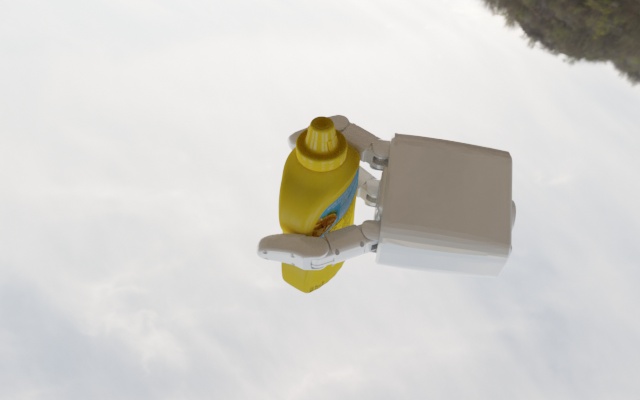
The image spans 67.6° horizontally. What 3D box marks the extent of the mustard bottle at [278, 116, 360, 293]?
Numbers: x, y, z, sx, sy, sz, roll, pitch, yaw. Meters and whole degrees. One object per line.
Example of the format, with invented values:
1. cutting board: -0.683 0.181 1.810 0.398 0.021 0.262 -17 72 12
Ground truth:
1. mustard bottle: 0.000 0.001 0.434 0.058 0.096 0.192 28 -34 19
